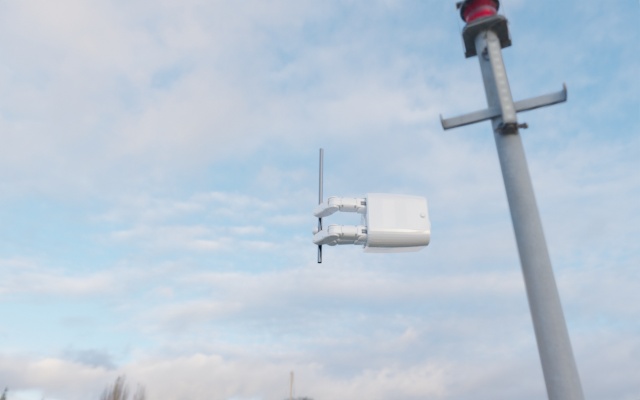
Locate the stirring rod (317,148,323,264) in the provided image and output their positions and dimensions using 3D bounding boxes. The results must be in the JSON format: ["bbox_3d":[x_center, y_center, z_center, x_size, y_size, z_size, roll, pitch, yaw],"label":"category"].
[{"bbox_3d":[0.000,0.003,0.875,0.011,0.239,0.011,1,-31,0],"label":"stirring rod"}]
